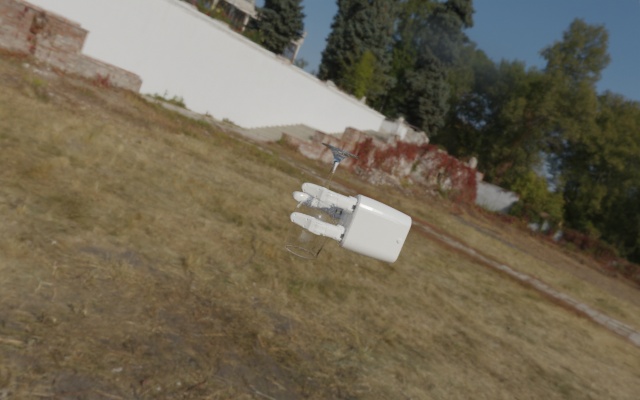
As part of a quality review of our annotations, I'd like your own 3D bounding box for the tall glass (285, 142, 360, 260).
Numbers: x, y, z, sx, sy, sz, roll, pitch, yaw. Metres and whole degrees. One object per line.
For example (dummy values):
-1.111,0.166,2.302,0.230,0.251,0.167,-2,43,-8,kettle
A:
0.000,0.002,0.859,0.079,0.201,0.079,22,5,-2,tall glass
